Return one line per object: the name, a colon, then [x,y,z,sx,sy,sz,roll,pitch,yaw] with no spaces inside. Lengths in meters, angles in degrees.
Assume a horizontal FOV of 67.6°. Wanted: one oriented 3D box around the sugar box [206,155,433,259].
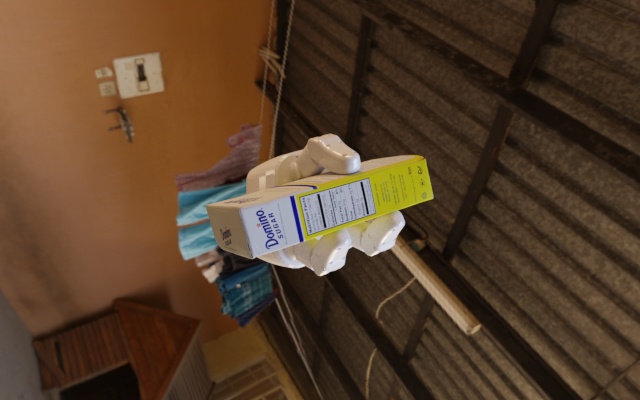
sugar box: [0.000,0.002,0.416,0.176,0.048,0.093,-19,9,-26]
